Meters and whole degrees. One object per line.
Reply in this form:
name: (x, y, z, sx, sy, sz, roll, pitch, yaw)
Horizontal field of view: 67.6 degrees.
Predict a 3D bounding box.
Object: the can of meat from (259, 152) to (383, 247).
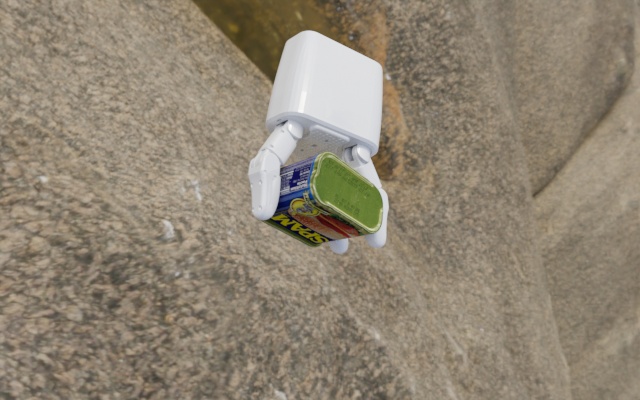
can of meat: (0.000, 0.001, 0.466, 0.084, 0.057, 0.102, -15, -36, 43)
